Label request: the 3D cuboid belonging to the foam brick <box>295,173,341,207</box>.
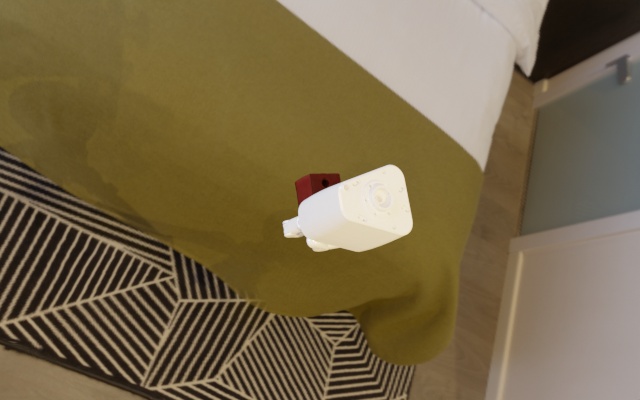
[{"bbox_3d":[0.000,0.002,0.707,0.053,0.078,0.051,-2,-14,-29],"label":"foam brick"}]
